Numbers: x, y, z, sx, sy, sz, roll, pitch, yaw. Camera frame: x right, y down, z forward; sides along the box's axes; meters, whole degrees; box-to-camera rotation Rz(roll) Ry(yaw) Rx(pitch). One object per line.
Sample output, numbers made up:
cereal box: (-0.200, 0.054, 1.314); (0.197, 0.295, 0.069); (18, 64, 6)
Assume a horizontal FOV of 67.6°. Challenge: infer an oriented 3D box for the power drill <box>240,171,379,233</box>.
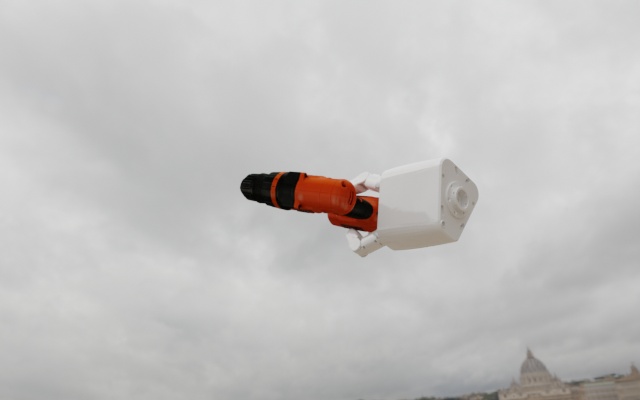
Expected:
power drill: (0.001, 0.002, 0.699); (0.184, 0.057, 0.188); (9, -5, 35)
